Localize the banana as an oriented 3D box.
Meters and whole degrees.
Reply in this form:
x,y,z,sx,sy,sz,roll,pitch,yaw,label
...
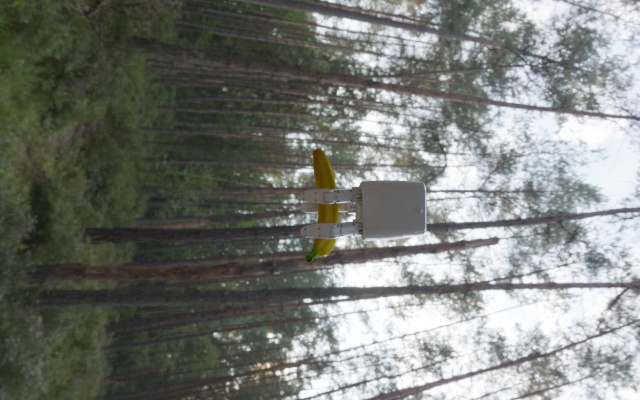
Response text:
x,y,z,sx,sy,sz,roll,pitch,yaw,label
0.007,0.011,0.823,0.037,0.197,0.070,-4,-16,22,banana
